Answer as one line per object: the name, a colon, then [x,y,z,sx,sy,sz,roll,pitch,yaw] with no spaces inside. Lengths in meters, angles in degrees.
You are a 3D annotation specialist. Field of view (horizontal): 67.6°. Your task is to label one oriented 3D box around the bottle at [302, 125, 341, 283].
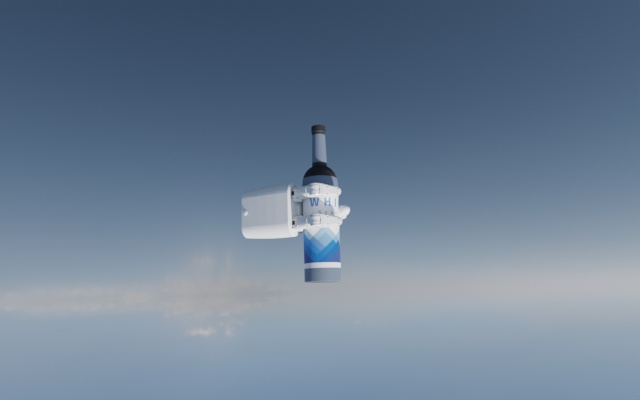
bottle: [0.000,0.003,0.891,0.069,0.295,0.069,-2,-11,0]
